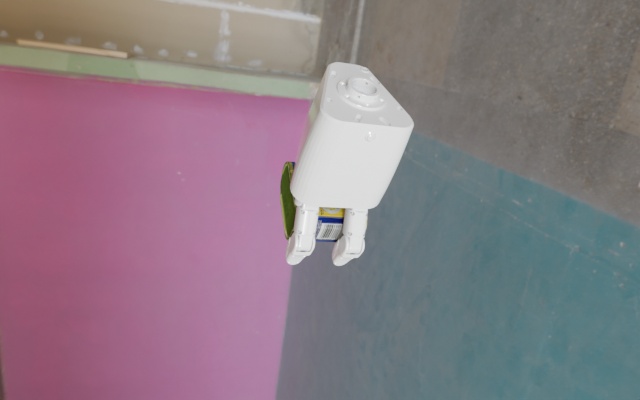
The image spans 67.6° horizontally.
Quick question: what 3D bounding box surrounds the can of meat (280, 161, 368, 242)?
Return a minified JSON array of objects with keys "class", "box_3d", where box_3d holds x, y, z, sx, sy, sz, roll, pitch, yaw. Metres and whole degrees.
[{"class":"can of meat","box_3d":[0.000,0.002,0.565,0.084,0.102,0.057,4,-41,-18]}]
